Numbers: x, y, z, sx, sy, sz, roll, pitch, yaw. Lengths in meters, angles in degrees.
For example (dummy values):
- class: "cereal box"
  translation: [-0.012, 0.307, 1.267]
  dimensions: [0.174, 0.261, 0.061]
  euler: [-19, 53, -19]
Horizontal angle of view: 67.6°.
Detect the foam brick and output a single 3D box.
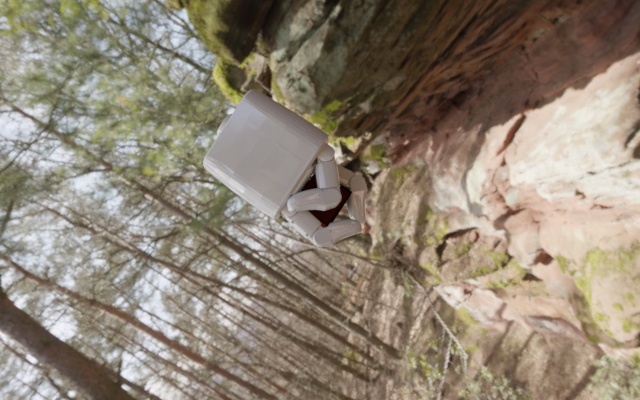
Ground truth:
- class: "foam brick"
  translation: [0.000, 0.002, 0.599]
  dimensions: [0.051, 0.053, 0.078]
  euler: [34, -11, 1]
